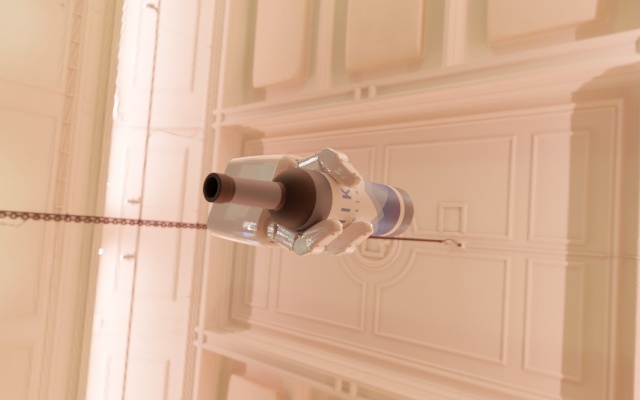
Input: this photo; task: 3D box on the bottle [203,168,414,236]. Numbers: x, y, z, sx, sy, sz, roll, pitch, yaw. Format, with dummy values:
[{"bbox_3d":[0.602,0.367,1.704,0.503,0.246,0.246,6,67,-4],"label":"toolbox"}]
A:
[{"bbox_3d":[0.000,0.002,0.533,0.069,0.069,0.296,0,-5,41],"label":"bottle"}]
